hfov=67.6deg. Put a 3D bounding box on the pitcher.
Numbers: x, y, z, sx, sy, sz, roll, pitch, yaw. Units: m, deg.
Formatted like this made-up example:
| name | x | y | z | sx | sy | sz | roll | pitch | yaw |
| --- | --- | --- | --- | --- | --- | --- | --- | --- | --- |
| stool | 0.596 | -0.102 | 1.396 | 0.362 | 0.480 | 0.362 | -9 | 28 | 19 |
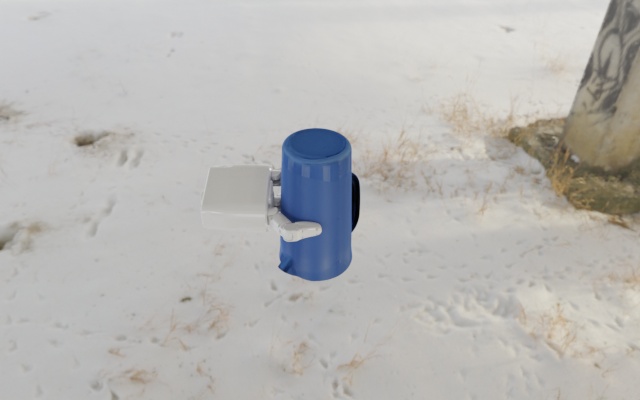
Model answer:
| name | x | y | z | sx | sy | sz | roll | pitch | yaw |
| --- | --- | --- | --- | --- | --- | --- | --- | --- | --- |
| pitcher | 0.000 | 0.003 | 0.806 | 0.145 | 0.243 | 0.149 | 2 | 37 | 1 |
